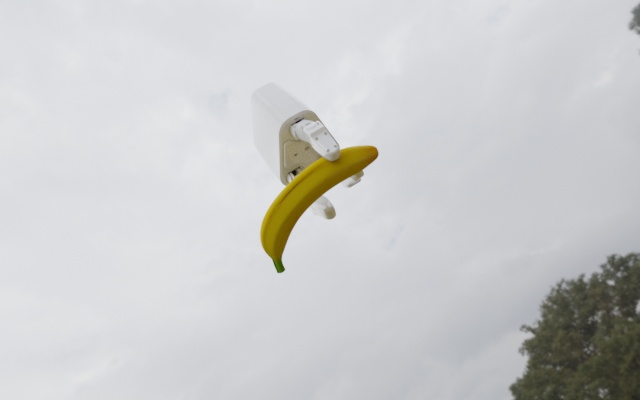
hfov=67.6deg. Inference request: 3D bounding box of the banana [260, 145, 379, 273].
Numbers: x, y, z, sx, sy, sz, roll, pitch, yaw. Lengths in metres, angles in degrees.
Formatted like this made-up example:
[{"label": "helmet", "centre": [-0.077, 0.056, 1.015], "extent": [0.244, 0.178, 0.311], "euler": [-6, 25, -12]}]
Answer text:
[{"label": "banana", "centre": [-0.013, -0.003, 0.577], "extent": [0.070, 0.198, 0.037], "euler": [35, 8, -44]}]
